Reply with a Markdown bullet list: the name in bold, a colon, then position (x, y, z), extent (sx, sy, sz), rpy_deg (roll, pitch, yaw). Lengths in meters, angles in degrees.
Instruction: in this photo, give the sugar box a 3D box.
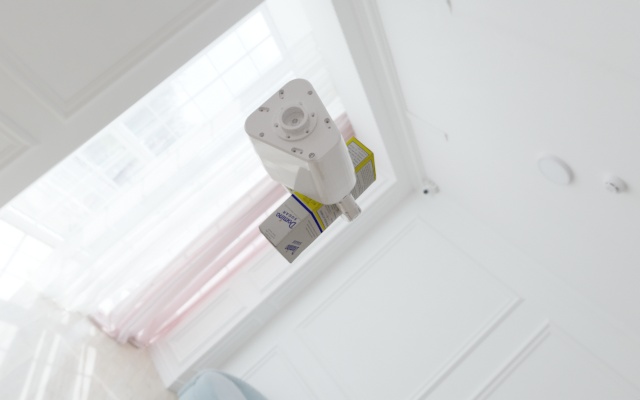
- **sugar box**: position (0.000, 0.002, 0.651), extent (0.176, 0.048, 0.093), rpy_deg (-41, -22, -8)
